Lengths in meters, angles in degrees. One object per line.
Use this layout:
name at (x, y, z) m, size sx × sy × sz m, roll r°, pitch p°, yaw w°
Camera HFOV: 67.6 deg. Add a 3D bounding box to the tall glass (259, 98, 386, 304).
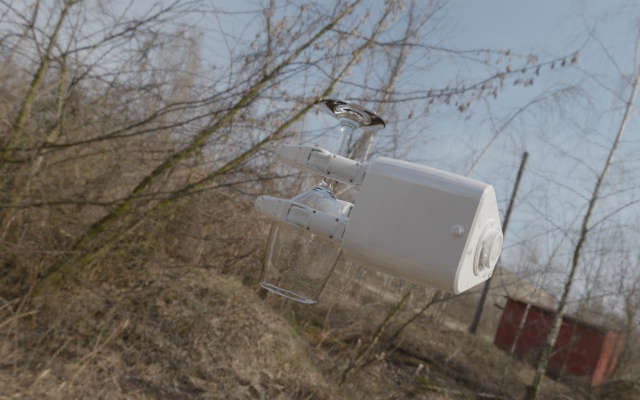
tall glass at (0.000, 0.001, 0.494) m, size 0.079 × 0.201 × 0.079 m, roll 20°, pitch -6°, yaw 2°
